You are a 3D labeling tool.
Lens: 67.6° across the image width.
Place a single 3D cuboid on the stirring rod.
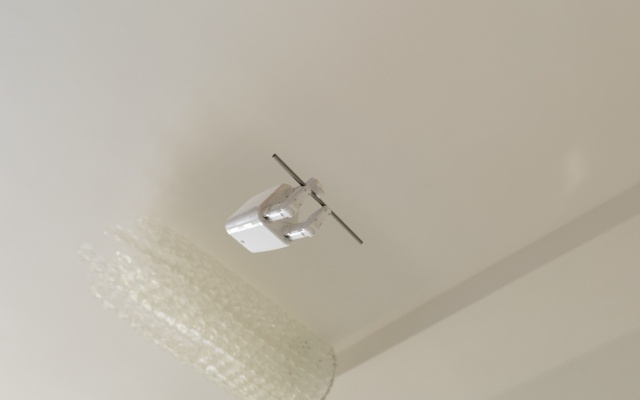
[{"bbox_3d":[0.000,0.003,0.828,0.240,0.011,0.011,45,-25,-27],"label":"stirring rod"}]
